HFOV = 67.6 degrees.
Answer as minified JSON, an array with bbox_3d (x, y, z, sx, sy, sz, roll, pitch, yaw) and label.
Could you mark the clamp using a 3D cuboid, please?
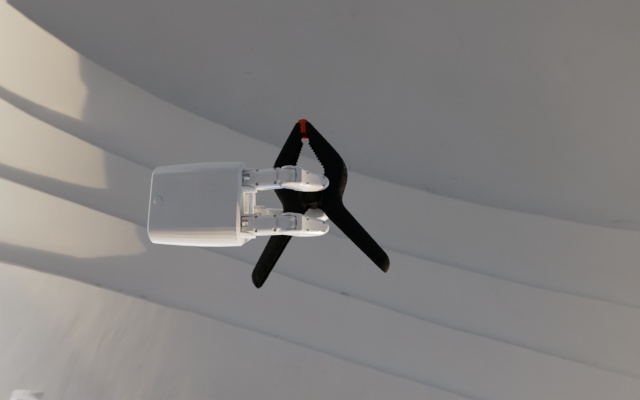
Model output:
[{"bbox_3d":[0.000,0.002,0.589,0.164,0.210,0.036,0,-13,1],"label":"clamp"}]
